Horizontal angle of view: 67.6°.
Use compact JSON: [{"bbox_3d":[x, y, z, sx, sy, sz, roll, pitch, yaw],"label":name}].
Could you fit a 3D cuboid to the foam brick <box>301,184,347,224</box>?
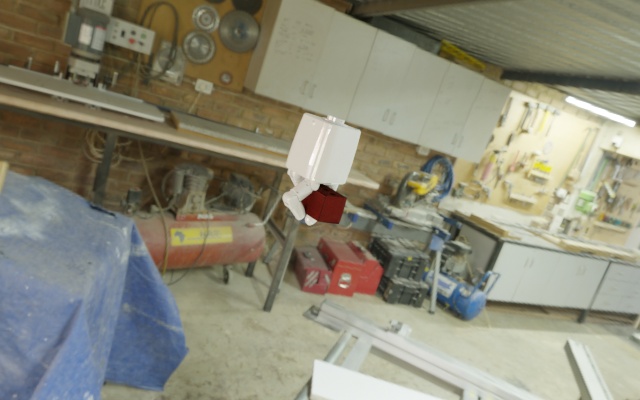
[{"bbox_3d":[0.000,0.003,0.870,0.053,0.051,0.078,8,17,-42],"label":"foam brick"}]
